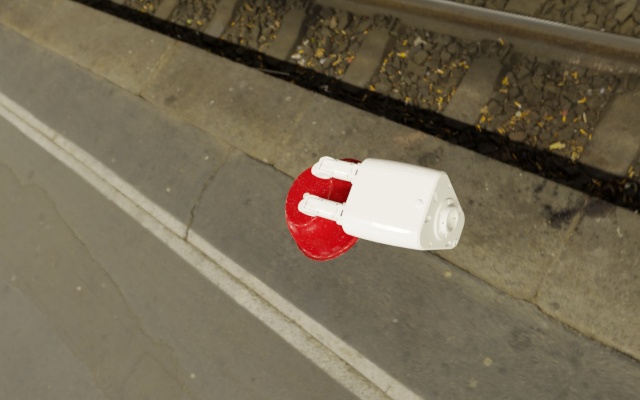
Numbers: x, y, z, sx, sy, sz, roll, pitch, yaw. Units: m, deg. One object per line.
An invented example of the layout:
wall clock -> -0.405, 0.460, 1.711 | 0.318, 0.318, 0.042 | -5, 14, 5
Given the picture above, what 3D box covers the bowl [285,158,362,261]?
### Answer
bowl -> -0.001, 0.002, 0.690 | 0.055, 0.162, 0.162 | 28, -19, -39
